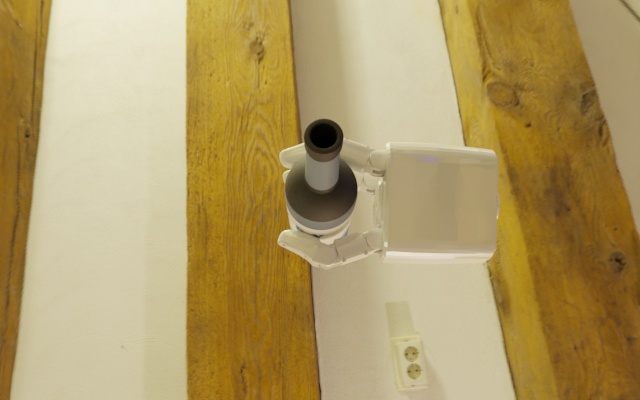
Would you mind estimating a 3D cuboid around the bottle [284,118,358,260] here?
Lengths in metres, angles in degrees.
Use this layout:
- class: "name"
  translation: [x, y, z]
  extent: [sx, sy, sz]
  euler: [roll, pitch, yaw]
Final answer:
- class: "bottle"
  translation: [0.000, 0.002, 0.466]
  extent: [0.069, 0.069, 0.296]
  euler: [0, -18, -1]
